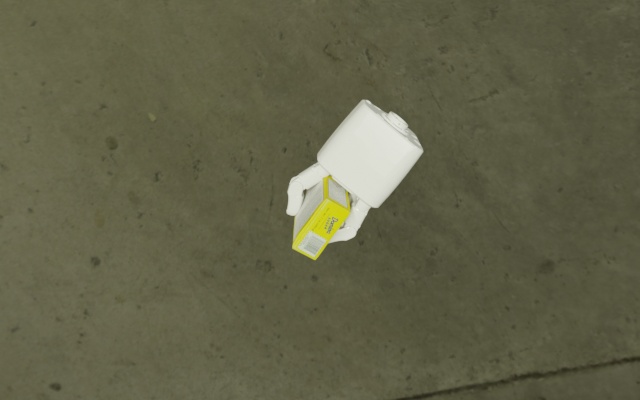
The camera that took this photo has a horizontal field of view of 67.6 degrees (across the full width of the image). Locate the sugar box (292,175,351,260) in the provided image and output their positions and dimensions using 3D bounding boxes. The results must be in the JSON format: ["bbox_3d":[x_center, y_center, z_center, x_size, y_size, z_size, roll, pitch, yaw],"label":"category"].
[{"bbox_3d":[0.001,0.003,0.720,0.048,0.093,0.176,31,23,-12],"label":"sugar box"}]
